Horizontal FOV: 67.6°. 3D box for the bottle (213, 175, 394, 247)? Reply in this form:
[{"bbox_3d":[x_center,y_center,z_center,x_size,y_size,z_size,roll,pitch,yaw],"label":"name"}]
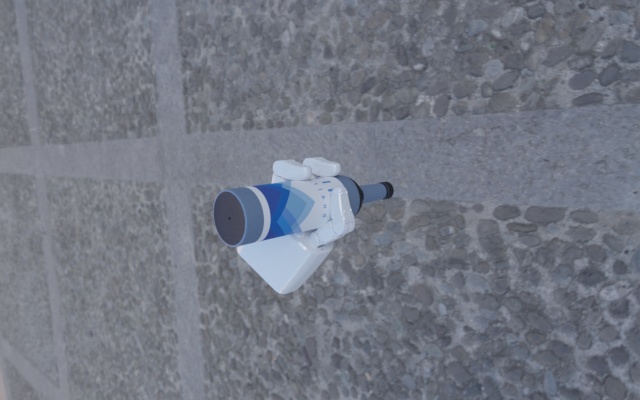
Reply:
[{"bbox_3d":[0.000,0.002,0.642,0.295,0.069,0.069,-10,7,-44],"label":"bottle"}]
